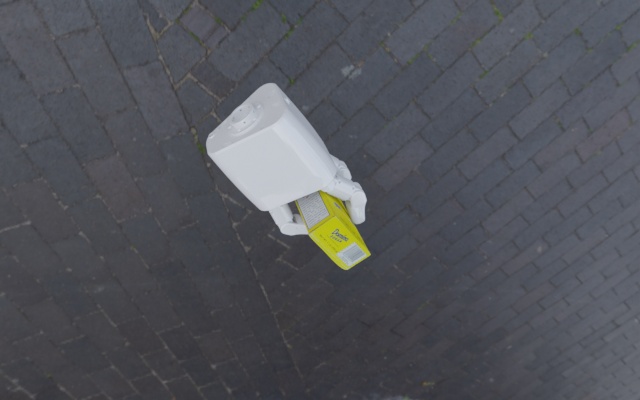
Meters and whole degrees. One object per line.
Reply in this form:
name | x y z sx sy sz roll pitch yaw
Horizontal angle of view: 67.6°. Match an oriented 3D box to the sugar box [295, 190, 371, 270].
sugar box | 0.001 0.002 0.636 0.048 0.176 0.093 -33 -49 9
